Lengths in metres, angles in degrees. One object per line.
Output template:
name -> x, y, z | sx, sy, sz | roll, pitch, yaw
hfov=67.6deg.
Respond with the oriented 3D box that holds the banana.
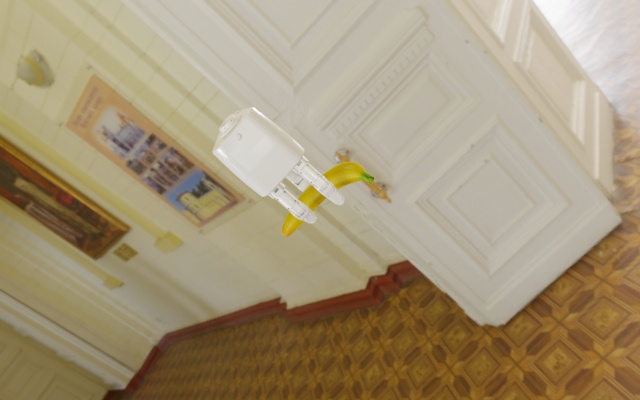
banana -> 0.003, -0.011, 0.809 | 0.198, 0.069, 0.037 | -35, -60, 27
